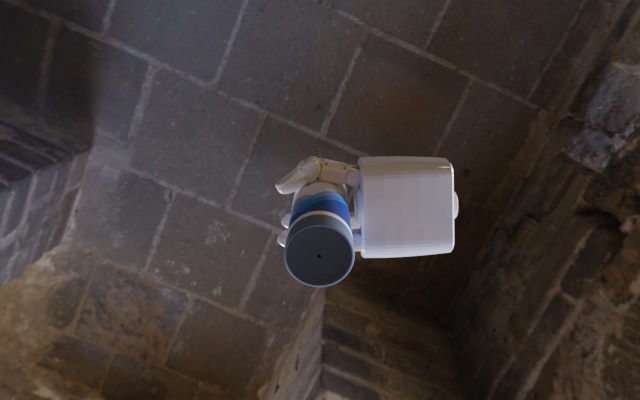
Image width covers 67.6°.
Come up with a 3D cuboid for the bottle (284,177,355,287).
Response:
[{"bbox_3d":[0.000,0.002,0.584,0.069,0.069,0.295,0,20,1],"label":"bottle"}]
